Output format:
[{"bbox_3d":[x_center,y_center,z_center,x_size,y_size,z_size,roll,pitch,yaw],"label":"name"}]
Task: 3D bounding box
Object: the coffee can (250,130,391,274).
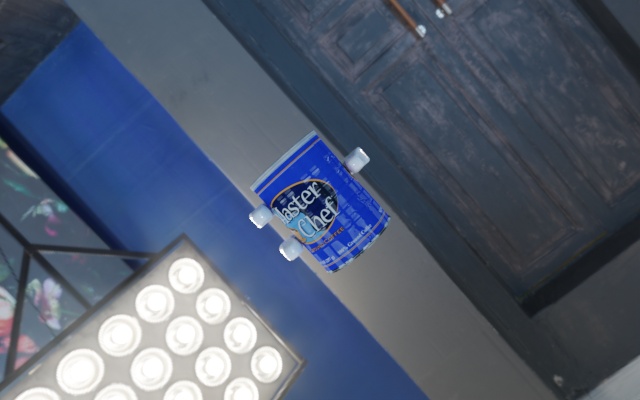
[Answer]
[{"bbox_3d":[0.000,0.002,0.572,0.103,0.140,0.103,-42,4,4],"label":"coffee can"}]
